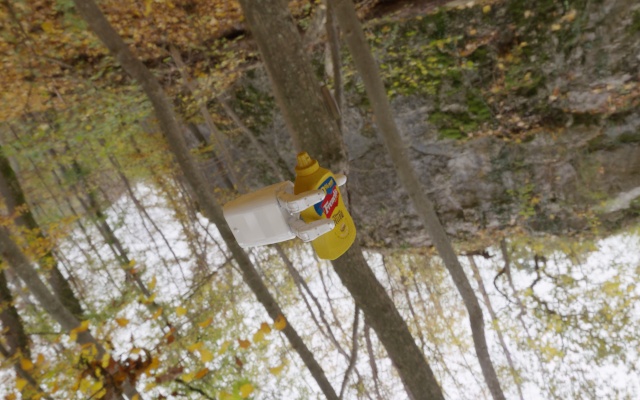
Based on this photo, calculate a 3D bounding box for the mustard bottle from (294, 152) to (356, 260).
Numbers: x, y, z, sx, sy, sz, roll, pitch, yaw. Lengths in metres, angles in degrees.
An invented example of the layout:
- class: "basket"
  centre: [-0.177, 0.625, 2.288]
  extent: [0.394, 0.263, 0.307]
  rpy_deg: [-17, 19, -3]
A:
- class: "mustard bottle"
  centre: [0.001, 0.003, 0.838]
  extent: [0.058, 0.192, 0.096]
  rpy_deg: [-2, 31, 39]
